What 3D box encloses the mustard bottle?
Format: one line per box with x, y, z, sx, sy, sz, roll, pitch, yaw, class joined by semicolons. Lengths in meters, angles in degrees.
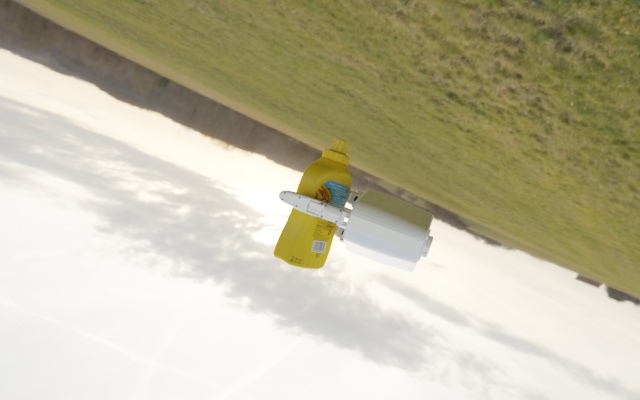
0.000;0.002;0.699;0.058;0.191;0.096;22;4;37;mustard bottle
